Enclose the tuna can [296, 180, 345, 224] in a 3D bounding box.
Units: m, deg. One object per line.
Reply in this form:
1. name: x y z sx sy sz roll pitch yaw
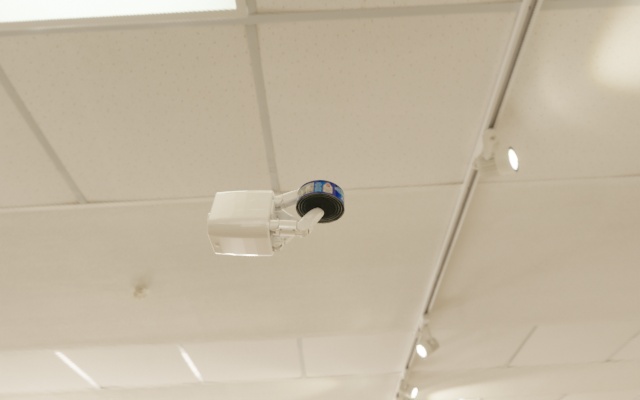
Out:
1. tuna can: 0.000 0.002 0.843 0.086 0.033 0.086 2 -39 2
